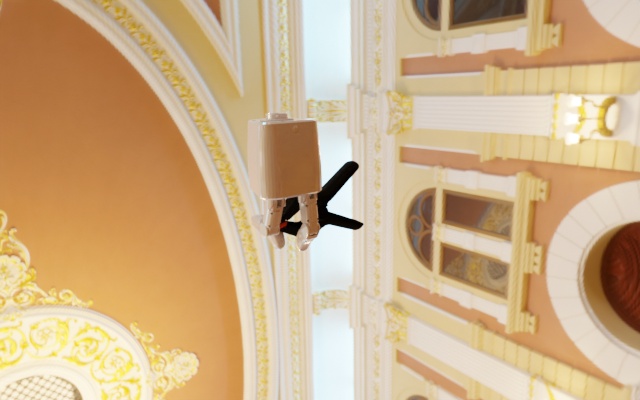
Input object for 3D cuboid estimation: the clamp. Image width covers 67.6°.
[{"bbox_3d":[0.000,0.002,0.754,0.171,0.120,0.039,-11,15,-34],"label":"clamp"}]
